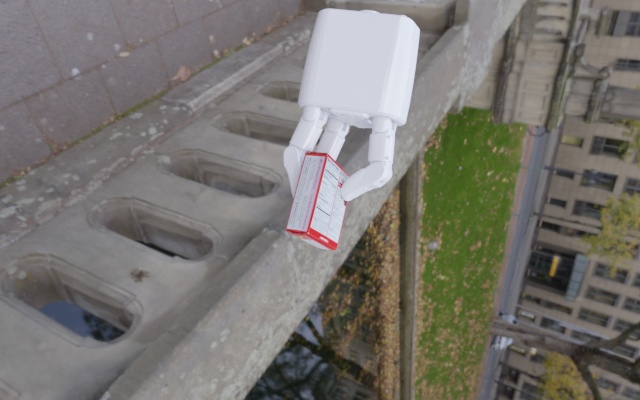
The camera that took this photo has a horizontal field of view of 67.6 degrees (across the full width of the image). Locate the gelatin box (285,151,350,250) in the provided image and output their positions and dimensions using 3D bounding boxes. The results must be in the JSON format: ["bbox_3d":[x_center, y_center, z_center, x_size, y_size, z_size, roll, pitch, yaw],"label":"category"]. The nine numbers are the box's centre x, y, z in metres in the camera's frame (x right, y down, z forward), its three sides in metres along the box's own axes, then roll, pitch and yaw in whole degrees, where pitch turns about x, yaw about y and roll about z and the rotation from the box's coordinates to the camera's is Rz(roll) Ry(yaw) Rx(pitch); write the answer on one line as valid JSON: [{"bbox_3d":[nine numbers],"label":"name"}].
[{"bbox_3d":[0.000,0.002,0.512,0.030,0.089,0.073,6,-15,27],"label":"gelatin box"}]
